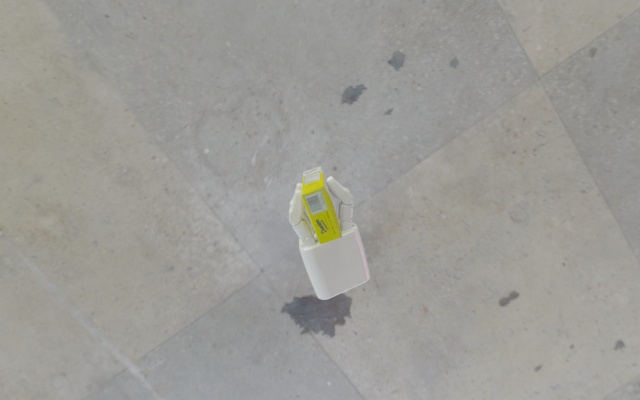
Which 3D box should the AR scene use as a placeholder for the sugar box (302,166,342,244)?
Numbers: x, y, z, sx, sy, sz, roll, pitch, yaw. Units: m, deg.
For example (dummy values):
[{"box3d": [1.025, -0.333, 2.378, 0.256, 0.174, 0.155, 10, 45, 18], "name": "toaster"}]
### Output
[{"box3d": [0.000, 0.003, 0.852, 0.048, 0.093, 0.176, -19, 14, 1], "name": "sugar box"}]
